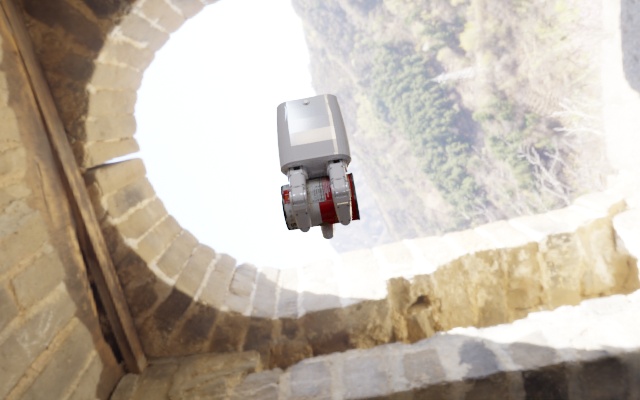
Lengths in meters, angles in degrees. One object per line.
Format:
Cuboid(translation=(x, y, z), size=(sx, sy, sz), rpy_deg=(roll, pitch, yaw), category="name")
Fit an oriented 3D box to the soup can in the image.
Cuboid(translation=(0.000, 0.003, 0.666), size=(0.102, 0.068, 0.068), rpy_deg=(-9, -1, 3), category="soup can")
